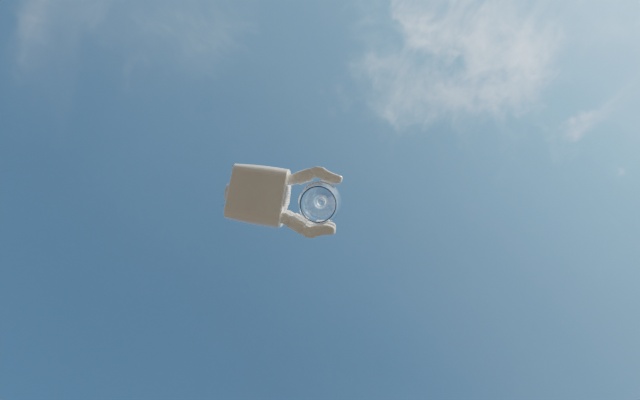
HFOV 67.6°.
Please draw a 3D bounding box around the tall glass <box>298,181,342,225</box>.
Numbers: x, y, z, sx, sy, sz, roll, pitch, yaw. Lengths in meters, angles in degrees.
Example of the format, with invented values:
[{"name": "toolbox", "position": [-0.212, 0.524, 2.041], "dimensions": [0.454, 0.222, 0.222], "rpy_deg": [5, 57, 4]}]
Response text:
[{"name": "tall glass", "position": [0.000, 0.003, 0.893], "dimensions": [0.079, 0.079, 0.201], "rpy_deg": [0, 2, 2]}]
